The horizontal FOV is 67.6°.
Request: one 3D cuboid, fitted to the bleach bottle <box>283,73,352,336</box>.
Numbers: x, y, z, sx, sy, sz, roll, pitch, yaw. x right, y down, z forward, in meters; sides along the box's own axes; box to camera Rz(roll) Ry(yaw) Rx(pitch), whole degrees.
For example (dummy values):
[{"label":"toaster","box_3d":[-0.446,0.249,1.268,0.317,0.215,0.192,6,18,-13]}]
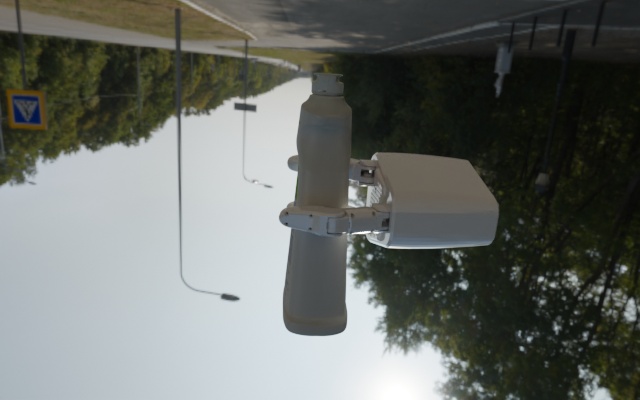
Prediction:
[{"label":"bleach bottle","box_3d":[0.000,0.002,0.483,0.068,0.251,0.102,2,17,-6]}]
